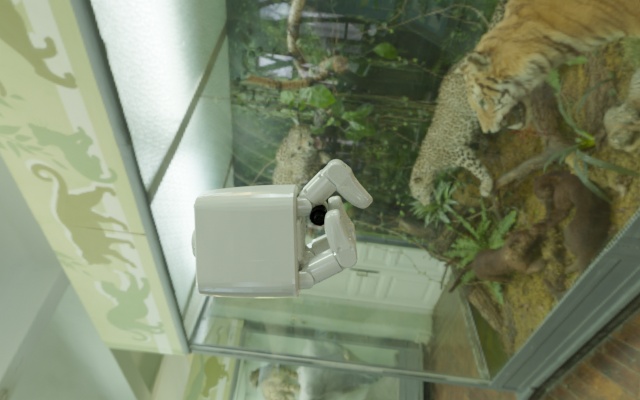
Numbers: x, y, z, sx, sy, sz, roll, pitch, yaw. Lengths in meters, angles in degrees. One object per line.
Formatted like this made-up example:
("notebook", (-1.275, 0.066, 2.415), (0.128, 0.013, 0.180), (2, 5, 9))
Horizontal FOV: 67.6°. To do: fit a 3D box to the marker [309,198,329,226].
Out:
("marker", (0.000, 0.002, 0.532), (0.020, 0.020, 0.121), (0, 16, 2))
